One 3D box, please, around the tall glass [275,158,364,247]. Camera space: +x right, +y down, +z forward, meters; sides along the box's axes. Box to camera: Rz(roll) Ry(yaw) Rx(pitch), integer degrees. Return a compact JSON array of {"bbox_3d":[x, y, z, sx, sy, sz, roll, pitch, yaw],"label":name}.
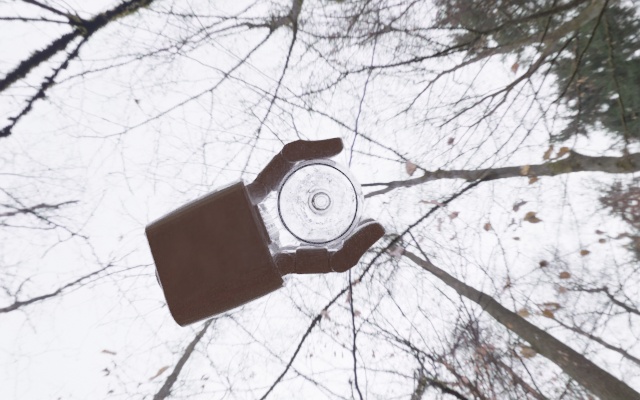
[{"bbox_3d":[0.000,0.001,0.459,0.079,0.079,0.201,0,0,1],"label":"tall glass"}]
